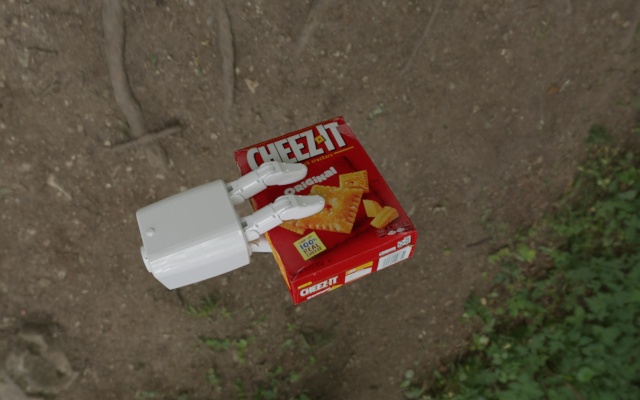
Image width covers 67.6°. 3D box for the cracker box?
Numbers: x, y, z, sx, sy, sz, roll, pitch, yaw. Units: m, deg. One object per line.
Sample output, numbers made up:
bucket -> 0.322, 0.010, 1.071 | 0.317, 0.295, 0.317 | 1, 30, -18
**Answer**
cracker box -> 0.000, 0.002, 0.615 | 0.164, 0.213, 0.072 | -20, -33, -12
